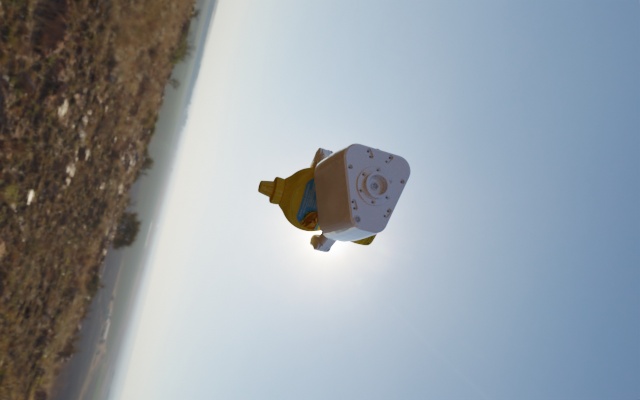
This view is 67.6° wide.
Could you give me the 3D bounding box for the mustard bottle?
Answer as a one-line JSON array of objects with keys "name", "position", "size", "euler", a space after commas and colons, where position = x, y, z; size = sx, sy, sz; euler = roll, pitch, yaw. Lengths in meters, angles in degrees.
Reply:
[{"name": "mustard bottle", "position": [0.000, 0.002, 0.720], "size": [0.191, 0.096, 0.058], "euler": [14, 11, -17]}]
